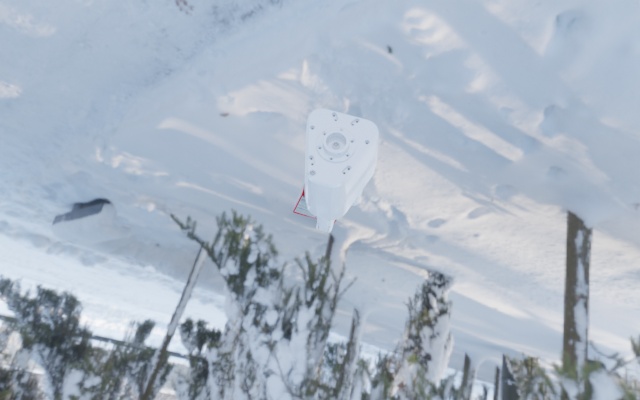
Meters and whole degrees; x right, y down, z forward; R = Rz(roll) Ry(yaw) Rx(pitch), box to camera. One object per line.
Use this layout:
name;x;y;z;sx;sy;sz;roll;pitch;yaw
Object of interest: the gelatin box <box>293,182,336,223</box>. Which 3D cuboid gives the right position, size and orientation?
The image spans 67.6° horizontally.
gelatin box;0.000;0.003;0.764;0.073;0.030;0.089;15;-23;-7
